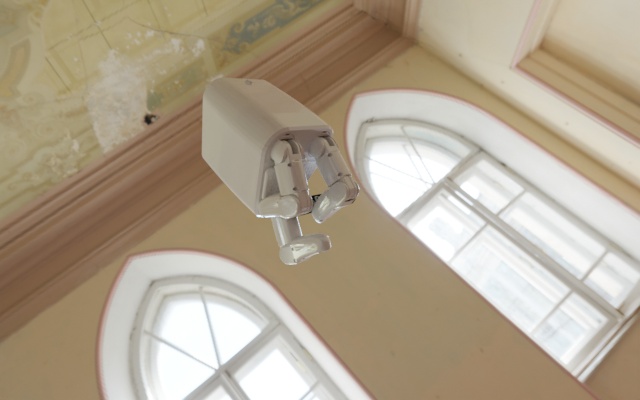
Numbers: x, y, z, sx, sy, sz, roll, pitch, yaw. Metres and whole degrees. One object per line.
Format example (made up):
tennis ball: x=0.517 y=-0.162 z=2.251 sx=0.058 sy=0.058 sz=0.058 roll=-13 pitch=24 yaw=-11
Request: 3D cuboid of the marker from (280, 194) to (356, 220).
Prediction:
marker: x=0.000 y=0.002 z=0.517 sx=0.020 sy=0.020 sz=0.121 roll=0 pitch=8 yaw=39
